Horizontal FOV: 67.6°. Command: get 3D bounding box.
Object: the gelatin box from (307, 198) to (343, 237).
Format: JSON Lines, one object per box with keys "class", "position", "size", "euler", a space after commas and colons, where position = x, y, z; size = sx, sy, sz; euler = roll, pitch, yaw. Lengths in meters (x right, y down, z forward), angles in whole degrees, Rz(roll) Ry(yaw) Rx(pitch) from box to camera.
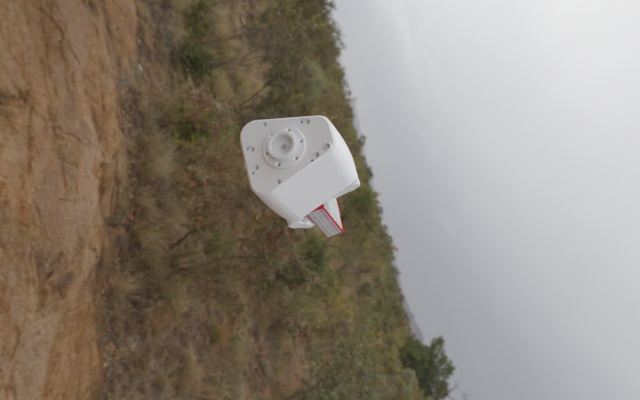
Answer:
{"class": "gelatin box", "position": [0.001, 0.002, 0.693], "size": [0.030, 0.073, 0.089], "euler": [-20, -33, 14]}
